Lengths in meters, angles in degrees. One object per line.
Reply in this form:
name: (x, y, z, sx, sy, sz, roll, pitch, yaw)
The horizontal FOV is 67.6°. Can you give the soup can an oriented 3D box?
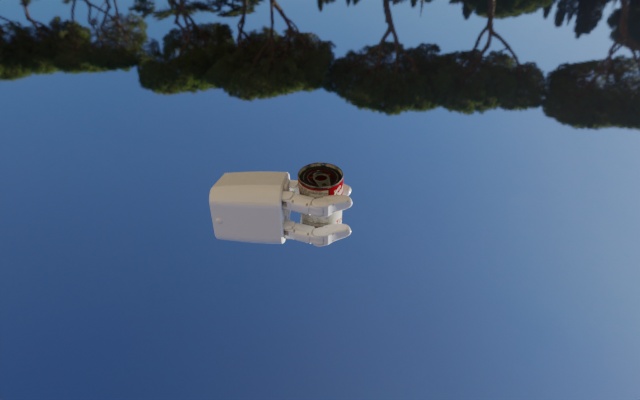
soup can: (0.001, 0.003, 0.735, 0.068, 0.102, 0.068, 0, 36, 0)
